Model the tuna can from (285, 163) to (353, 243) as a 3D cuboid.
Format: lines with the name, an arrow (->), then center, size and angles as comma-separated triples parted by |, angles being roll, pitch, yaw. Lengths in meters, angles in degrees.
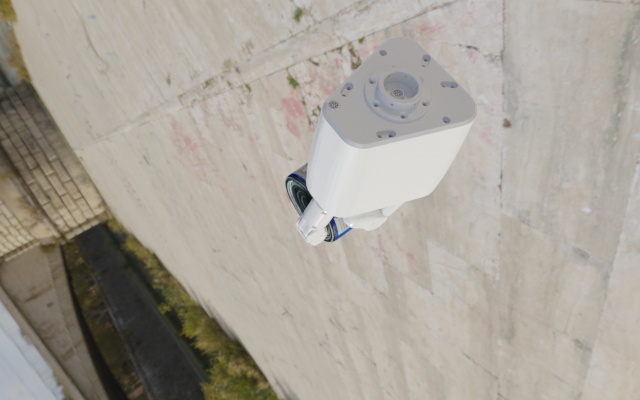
tuna can -> 0.000, 0.002, 0.502 | 0.033, 0.086, 0.086 | -35, 12, -18
